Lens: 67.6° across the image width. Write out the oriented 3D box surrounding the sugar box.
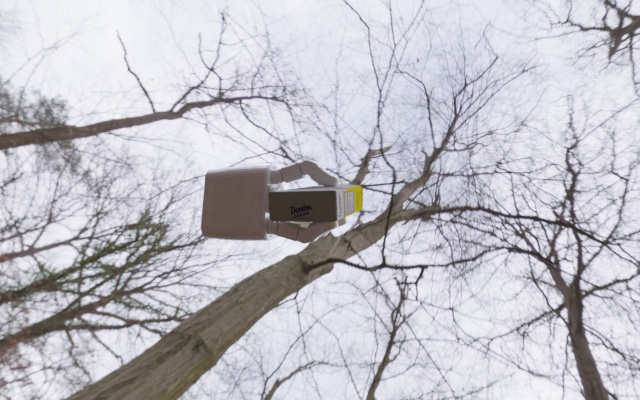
[{"bbox_3d":[0.000,0.003,0.683,0.093,0.048,0.176,-1,6,16],"label":"sugar box"}]
